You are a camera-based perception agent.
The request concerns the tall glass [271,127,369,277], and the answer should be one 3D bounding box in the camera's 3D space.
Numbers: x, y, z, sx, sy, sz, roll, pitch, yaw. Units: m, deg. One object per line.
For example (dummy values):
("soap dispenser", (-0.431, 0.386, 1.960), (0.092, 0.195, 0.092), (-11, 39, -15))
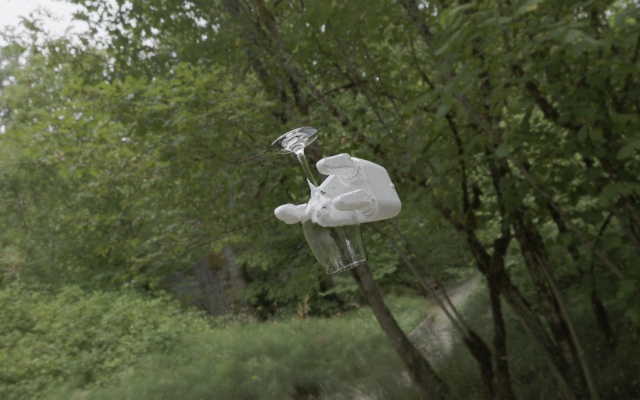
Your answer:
("tall glass", (0.000, 0.002, 0.669), (0.079, 0.201, 0.079), (-21, -13, -5))
